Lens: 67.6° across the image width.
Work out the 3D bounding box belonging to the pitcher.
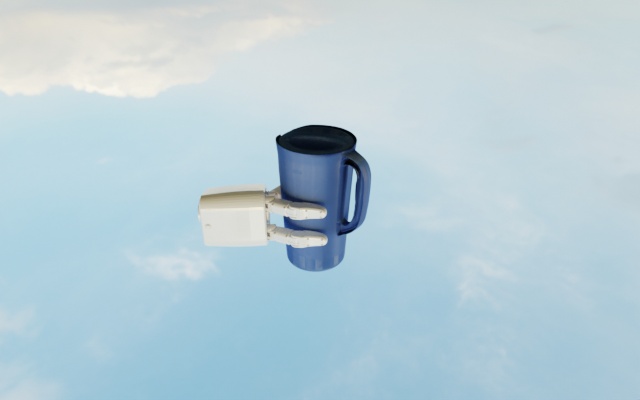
[{"bbox_3d":[0.000,0.003,0.823,0.145,0.243,0.149,-3,29,-6],"label":"pitcher"}]
